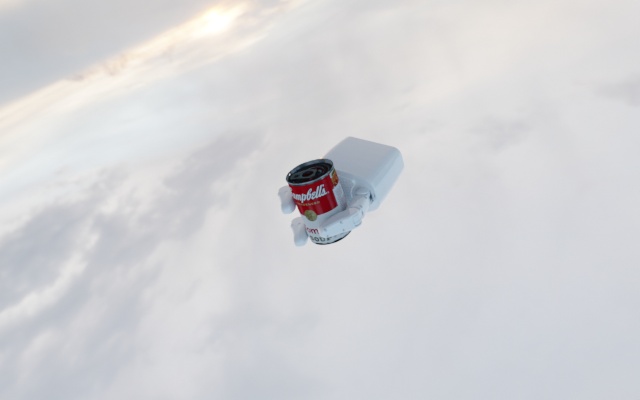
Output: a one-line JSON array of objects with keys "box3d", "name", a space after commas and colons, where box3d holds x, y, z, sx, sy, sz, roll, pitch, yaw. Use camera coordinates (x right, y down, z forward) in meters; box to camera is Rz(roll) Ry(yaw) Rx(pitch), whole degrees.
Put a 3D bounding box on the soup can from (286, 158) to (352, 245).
[{"box3d": [0.000, 0.003, 0.663, 0.068, 0.102, 0.068, -15, 28, 8], "name": "soup can"}]
